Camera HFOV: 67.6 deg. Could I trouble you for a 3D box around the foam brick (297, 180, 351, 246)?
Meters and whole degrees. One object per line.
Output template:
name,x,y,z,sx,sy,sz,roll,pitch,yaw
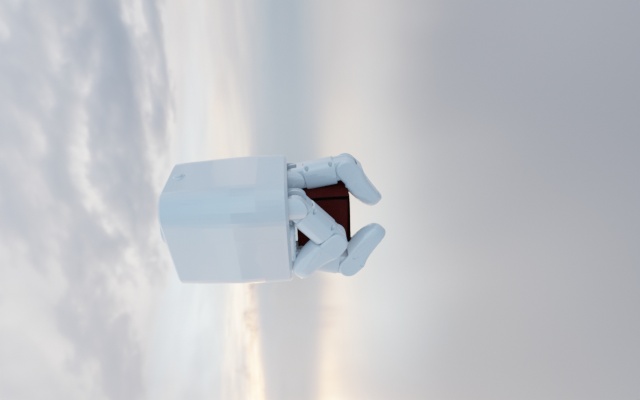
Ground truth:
foam brick,0.000,0.002,0.477,0.051,0.053,0.078,-4,28,-2
